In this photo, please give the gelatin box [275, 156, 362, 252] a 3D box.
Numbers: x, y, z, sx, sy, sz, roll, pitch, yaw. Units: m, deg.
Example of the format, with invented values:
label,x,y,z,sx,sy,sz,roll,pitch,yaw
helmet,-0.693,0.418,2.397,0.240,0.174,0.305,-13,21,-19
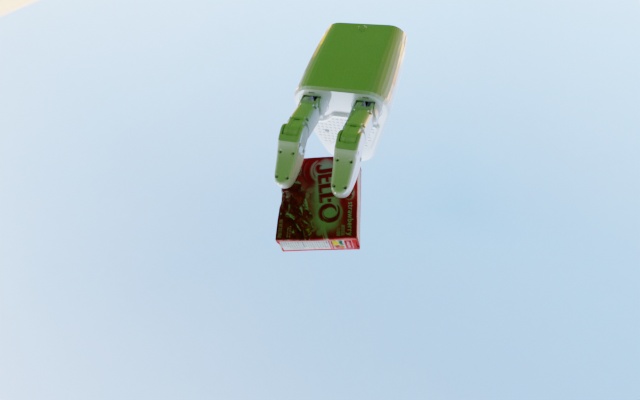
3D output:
label,x,y,z,sx,sy,sz,roll,pitch,yaw
gelatin box,0.000,0.002,0.442,0.073,0.089,0.030,-2,-29,11
